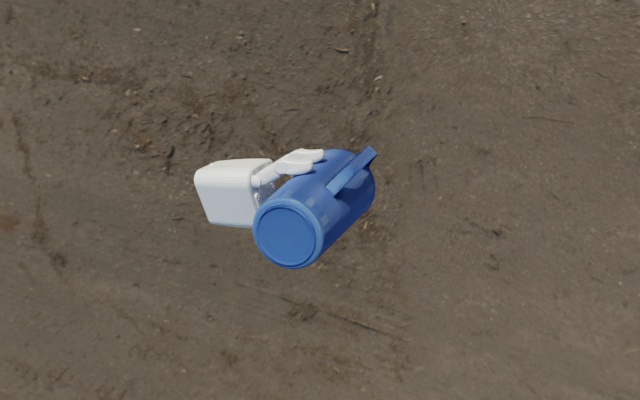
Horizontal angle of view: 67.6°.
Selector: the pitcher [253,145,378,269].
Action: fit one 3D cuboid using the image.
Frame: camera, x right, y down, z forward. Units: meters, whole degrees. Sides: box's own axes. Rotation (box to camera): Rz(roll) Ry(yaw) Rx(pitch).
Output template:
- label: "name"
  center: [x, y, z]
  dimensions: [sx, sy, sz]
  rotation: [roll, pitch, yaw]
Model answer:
- label: "pitcher"
  center: [0.000, 0.002, 0.748]
  dimensions: [0.145, 0.149, 0.242]
  rotation: [4, 21, 20]
